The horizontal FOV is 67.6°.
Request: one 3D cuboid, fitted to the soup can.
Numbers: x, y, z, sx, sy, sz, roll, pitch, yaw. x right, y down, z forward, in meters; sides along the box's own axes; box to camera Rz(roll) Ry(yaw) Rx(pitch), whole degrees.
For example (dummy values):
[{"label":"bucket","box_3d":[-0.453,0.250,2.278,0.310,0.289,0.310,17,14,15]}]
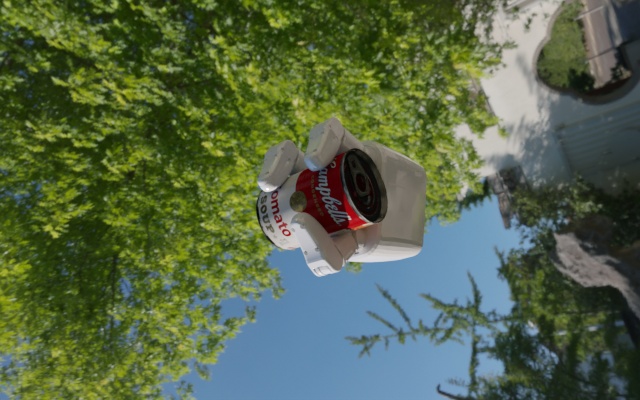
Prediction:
[{"label":"soup can","box_3d":[0.000,0.002,0.435,0.102,0.068,0.068,-20,-12,34]}]
